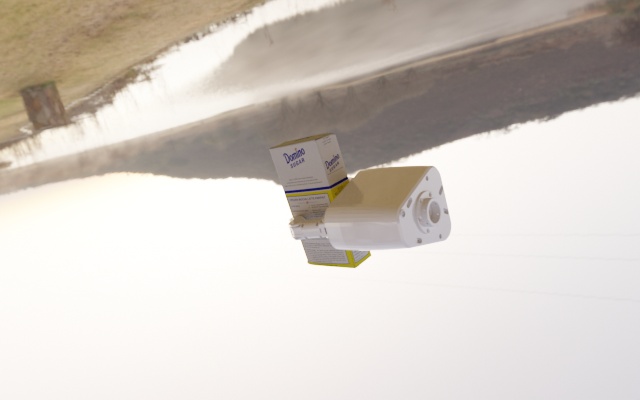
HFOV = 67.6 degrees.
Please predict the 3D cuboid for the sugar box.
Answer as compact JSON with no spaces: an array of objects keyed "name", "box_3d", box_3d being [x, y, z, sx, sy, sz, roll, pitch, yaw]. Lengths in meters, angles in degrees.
[{"name":"sugar box","box_3d":[0.001,0.002,0.642,0.093,0.176,0.048,-3,17,44]}]
